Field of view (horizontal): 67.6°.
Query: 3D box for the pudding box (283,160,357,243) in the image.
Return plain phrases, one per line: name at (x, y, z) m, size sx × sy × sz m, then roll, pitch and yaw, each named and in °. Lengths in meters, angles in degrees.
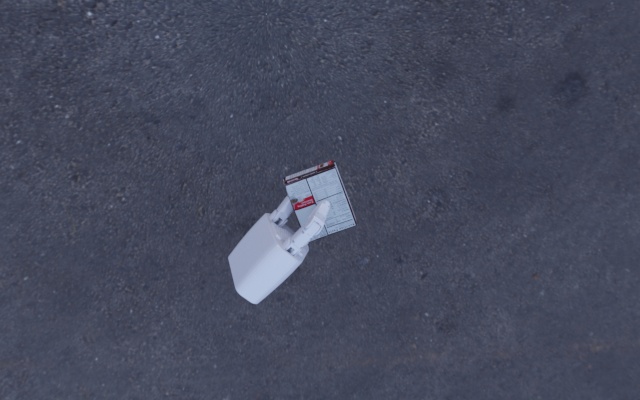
pudding box at (0.000, 0.003, 0.772) m, size 0.090 × 0.113 × 0.039 m, roll -20°, pitch 23°, yaw 3°
